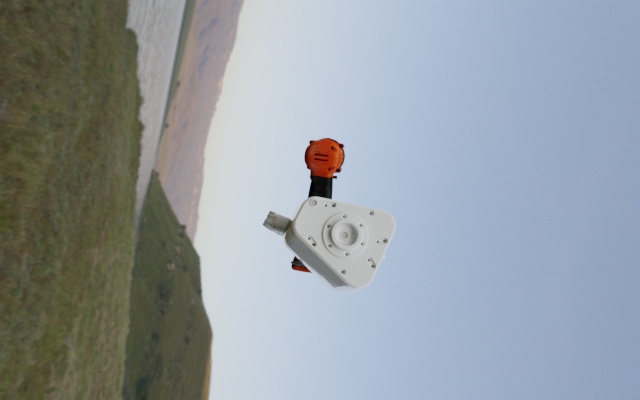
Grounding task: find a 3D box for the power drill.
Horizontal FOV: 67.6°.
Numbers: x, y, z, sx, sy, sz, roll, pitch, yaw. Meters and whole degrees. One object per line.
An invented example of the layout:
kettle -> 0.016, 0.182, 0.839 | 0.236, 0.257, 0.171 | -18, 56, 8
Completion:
power drill -> 0.000, 0.003, 0.696 | 0.057, 0.187, 0.184 | 6, 6, 6
